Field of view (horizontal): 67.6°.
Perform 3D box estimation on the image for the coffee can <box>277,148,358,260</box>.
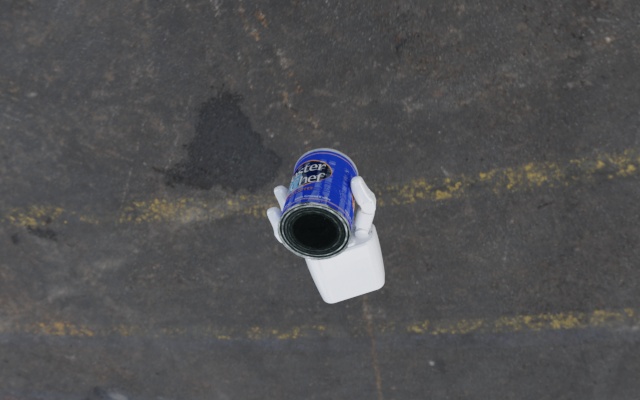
[{"bbox_3d":[0.000,0.002,0.703,0.103,0.103,0.140,0,37,9],"label":"coffee can"}]
